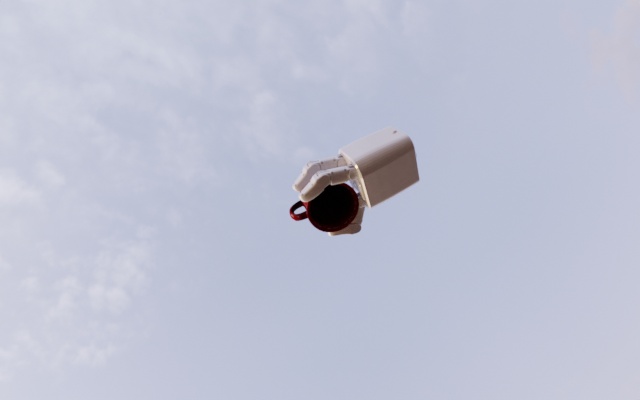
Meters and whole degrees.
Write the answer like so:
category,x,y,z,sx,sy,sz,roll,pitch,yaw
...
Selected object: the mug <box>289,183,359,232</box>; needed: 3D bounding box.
category,x,y,z,sx,sy,sz,roll,pitch,yaw
mug,-0.001,0.003,0.840,0.117,0.093,0.081,-26,26,-6
